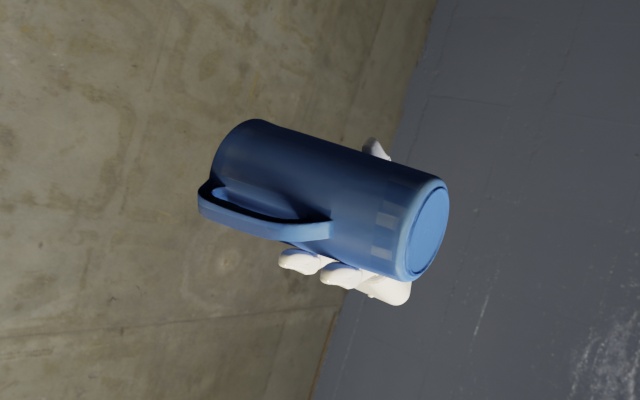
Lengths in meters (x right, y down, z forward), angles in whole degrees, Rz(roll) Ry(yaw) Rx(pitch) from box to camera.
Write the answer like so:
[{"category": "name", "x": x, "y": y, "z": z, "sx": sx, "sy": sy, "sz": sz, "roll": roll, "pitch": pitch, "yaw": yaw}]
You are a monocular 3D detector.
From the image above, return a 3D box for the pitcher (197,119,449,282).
[{"category": "pitcher", "x": 0.000, "y": 0.002, "z": 0.510, "sx": 0.243, "sy": 0.149, "sz": 0.145, "roll": 18, "pitch": -19, "yaw": 32}]
